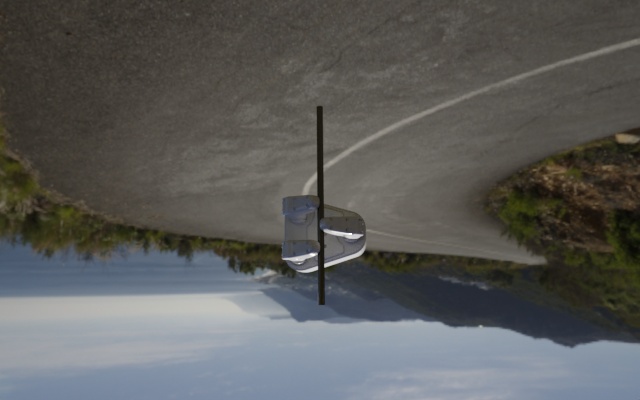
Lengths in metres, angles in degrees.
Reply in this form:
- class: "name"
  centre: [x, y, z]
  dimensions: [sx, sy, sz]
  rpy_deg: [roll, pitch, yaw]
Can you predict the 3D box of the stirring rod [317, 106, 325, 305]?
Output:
- class: "stirring rod"
  centre: [0.000, 0.002, 0.570]
  dimensions: [0.011, 0.239, 0.011]
  rpy_deg: [0, -11, 0]
